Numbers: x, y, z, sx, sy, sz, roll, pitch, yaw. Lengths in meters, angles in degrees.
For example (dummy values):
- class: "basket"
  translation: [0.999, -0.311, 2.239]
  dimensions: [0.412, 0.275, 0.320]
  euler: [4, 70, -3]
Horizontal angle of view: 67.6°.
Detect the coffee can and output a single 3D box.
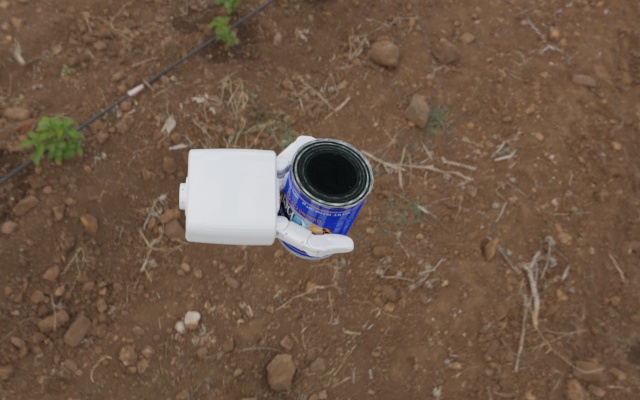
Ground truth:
- class: "coffee can"
  translation: [0.000, 0.002, 0.626]
  dimensions: [0.103, 0.102, 0.140]
  euler: [0, -32, -14]
